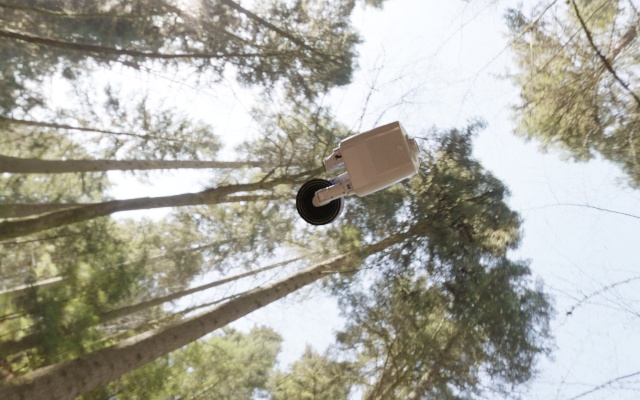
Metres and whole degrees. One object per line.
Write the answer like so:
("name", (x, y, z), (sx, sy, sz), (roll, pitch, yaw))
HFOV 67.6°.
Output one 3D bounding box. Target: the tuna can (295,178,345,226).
("tuna can", (0.000, 0.003, 0.868), (0.086, 0.086, 0.034), (0, 1, 17))
